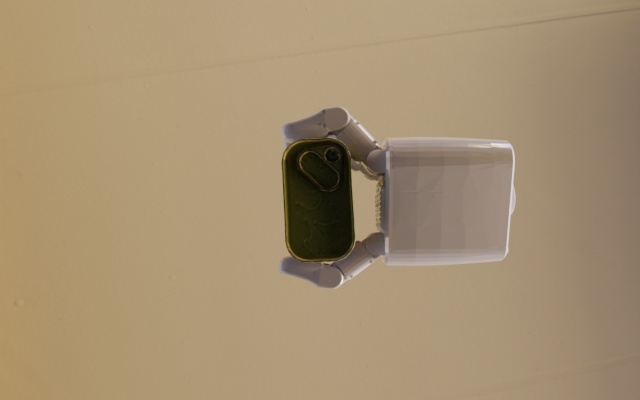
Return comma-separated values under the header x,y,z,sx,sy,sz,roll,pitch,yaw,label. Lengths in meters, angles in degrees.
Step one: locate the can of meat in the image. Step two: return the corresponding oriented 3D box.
x,y,z,sx,sy,sz,roll,pitch,yaw,label
0.000,0.002,0.430,0.057,0.102,0.084,-3,-3,3,can of meat
